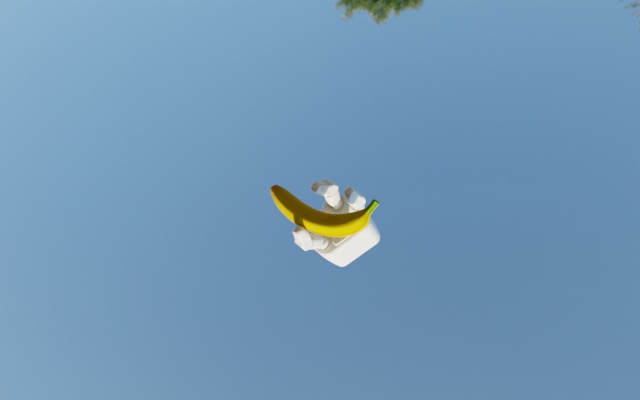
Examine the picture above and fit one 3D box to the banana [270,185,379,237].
[{"bbox_3d":[-0.001,0.021,0.780,0.198,0.069,0.037,9,-11,25],"label":"banana"}]
